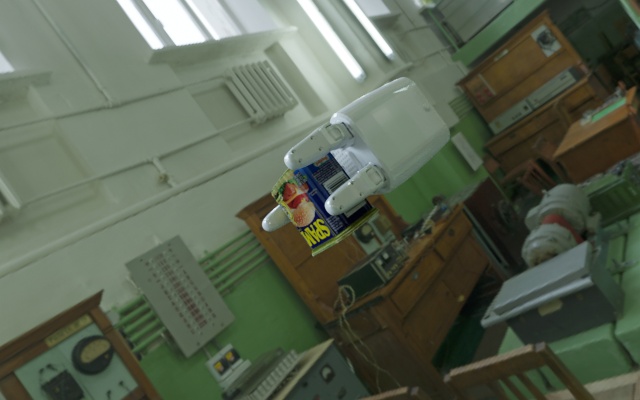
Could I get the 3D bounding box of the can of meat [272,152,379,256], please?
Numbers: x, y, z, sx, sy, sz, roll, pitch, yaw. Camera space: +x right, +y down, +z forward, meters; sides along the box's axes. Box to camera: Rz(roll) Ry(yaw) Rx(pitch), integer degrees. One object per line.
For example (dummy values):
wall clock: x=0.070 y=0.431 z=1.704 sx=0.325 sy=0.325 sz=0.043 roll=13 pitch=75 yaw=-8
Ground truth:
can of meat: x=0.000 y=0.001 z=0.486 sx=0.057 sy=0.084 sz=0.102 roll=-36 pitch=-2 yaw=-24
